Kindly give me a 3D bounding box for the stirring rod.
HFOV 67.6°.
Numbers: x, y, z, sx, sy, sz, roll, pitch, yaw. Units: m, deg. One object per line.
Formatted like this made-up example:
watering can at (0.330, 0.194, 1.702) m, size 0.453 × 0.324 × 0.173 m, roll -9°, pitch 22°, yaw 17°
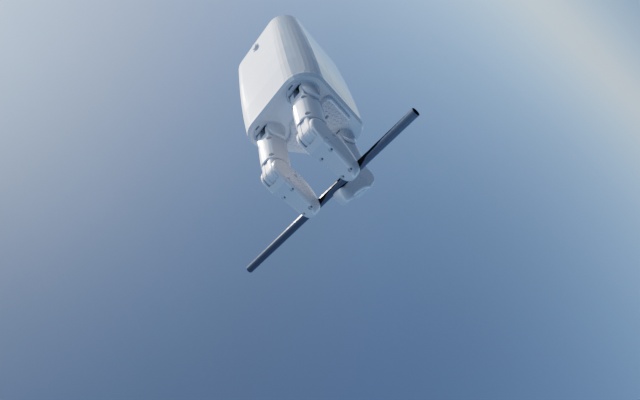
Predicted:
stirring rod at (0.000, 0.001, 0.434) m, size 0.011 × 0.011 × 0.240 m, roll 0°, pitch -36°, yaw -49°
